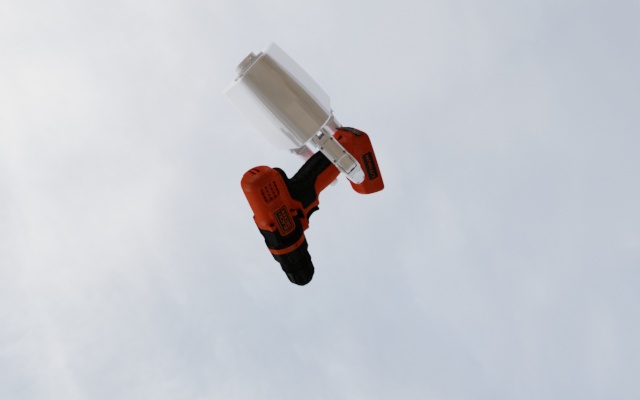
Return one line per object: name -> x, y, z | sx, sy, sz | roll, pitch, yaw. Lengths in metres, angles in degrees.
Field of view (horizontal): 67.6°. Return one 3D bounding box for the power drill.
power drill -> 0.000, 0.002, 0.639 | 0.187, 0.184, 0.057 | -37, 36, -24
